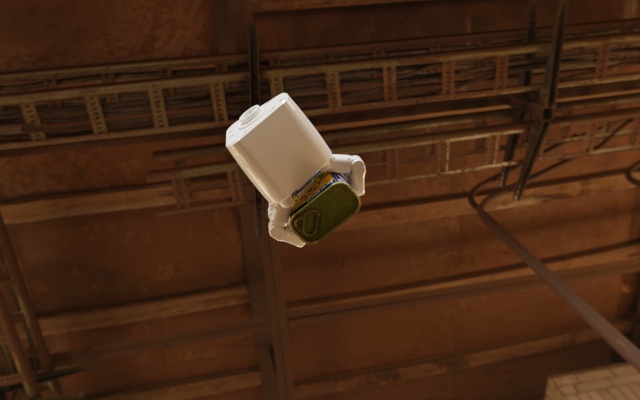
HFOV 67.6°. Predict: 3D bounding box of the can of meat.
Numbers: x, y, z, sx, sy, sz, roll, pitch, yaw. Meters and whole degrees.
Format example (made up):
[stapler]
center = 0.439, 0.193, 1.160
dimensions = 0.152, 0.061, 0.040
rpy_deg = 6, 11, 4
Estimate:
[can of meat]
center = 0.000, 0.002, 0.695
dimensions = 0.102, 0.057, 0.084
rpy_deg = -39, 25, 8
